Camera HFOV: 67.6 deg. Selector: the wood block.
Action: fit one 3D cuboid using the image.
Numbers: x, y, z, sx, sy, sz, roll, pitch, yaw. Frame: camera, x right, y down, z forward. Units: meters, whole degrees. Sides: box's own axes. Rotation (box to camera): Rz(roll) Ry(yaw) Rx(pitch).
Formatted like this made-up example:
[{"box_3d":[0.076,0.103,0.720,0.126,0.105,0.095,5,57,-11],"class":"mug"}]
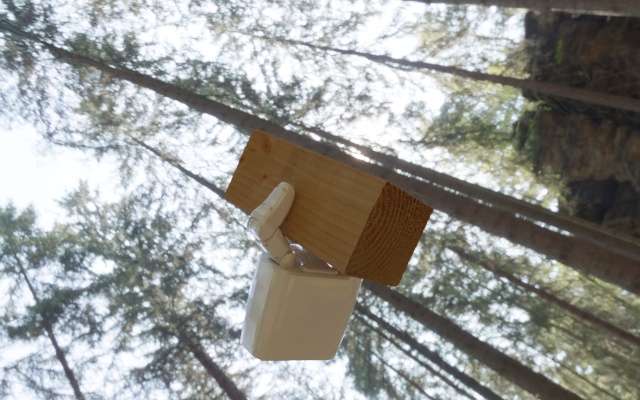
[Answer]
[{"box_3d":[0.000,0.002,0.509,0.206,0.090,0.091,26,2,43],"class":"wood block"}]
